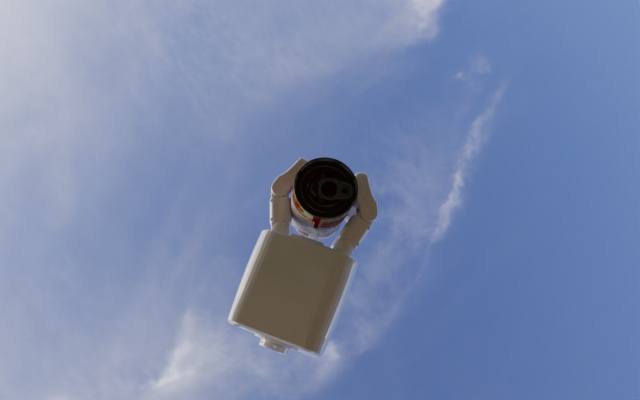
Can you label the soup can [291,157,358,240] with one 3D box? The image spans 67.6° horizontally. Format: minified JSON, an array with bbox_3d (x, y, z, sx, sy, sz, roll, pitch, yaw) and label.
[{"bbox_3d":[0.000,0.001,0.543,0.068,0.068,0.102,0,-18,-7],"label":"soup can"}]
